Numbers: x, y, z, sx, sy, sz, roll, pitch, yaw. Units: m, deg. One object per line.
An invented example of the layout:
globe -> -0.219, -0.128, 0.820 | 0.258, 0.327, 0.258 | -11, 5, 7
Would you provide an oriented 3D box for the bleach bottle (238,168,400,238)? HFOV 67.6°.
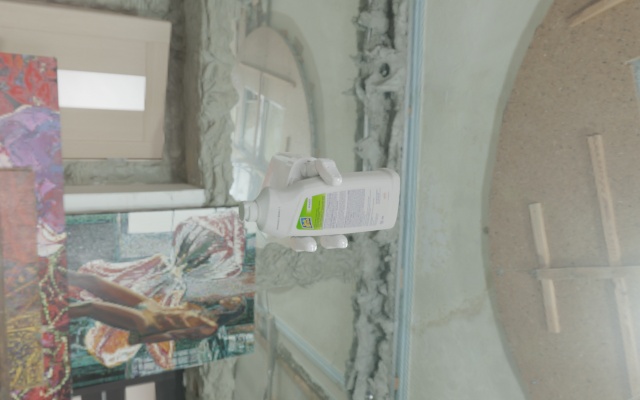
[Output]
bleach bottle -> 0.000, 0.002, 0.728 | 0.251, 0.102, 0.068 | -2, 13, -28
